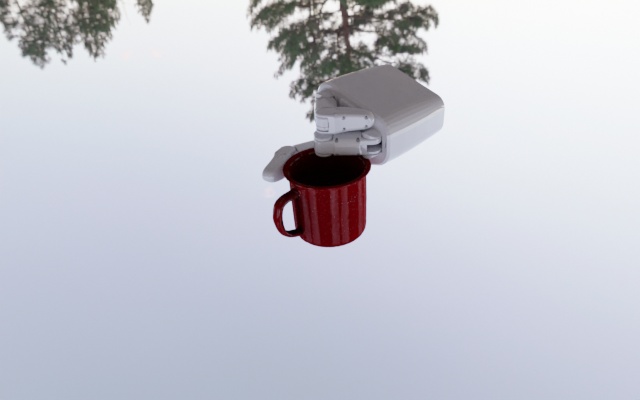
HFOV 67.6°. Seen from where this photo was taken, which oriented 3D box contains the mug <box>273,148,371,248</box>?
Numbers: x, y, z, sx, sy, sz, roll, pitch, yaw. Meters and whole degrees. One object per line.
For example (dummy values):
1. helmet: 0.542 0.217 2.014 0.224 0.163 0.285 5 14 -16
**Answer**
1. mug: -0.001 0.002 0.515 0.117 0.082 0.093 -28 40 -31
